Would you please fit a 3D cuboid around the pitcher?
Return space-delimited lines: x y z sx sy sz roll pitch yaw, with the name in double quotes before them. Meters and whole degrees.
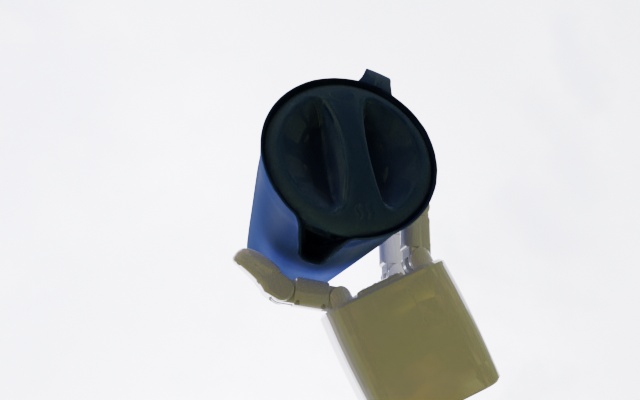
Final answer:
"pitcher" 0.000 0.002 0.450 0.149 0.145 0.243 -22 -16 -22
